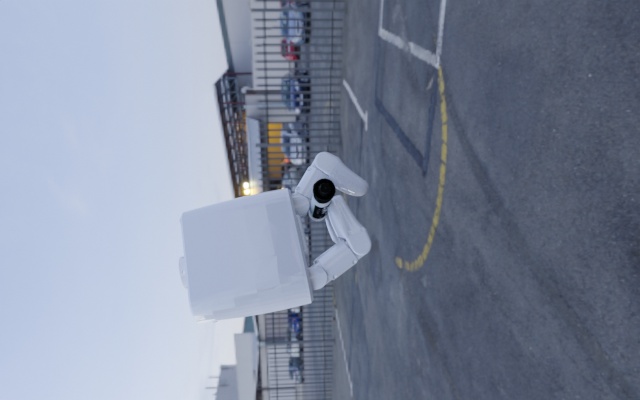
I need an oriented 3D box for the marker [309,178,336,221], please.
[{"bbox_3d":[0.000,0.001,0.440,0.020,0.020,0.121,0,-10,-3],"label":"marker"}]
